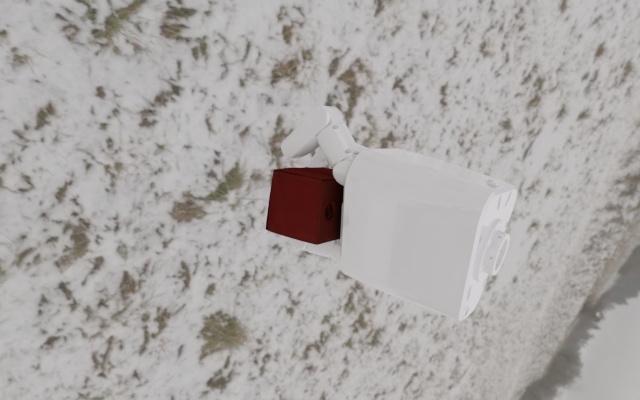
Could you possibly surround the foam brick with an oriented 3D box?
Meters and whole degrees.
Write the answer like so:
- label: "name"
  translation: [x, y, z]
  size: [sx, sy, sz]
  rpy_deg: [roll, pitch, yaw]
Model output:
- label: "foam brick"
  translation: [0.000, 0.001, 0.404]
  size: [0.051, 0.053, 0.078]
  rpy_deg: [15, 14, 33]
